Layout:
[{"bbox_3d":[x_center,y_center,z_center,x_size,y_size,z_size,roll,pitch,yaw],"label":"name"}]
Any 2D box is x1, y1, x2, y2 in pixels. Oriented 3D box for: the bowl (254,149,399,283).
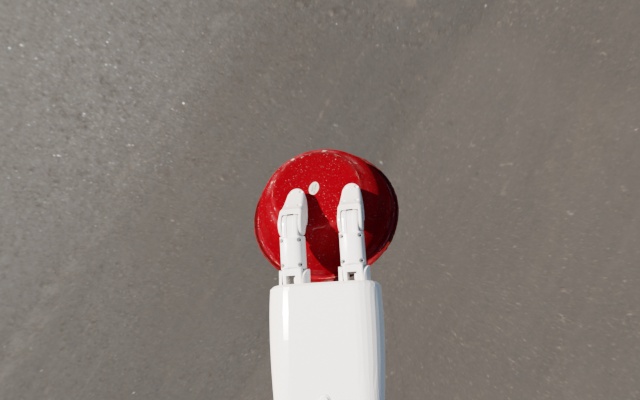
[{"bbox_3d":[0.000,0.000,0.505,0.162,0.162,0.055,0,-30,12],"label":"bowl"}]
